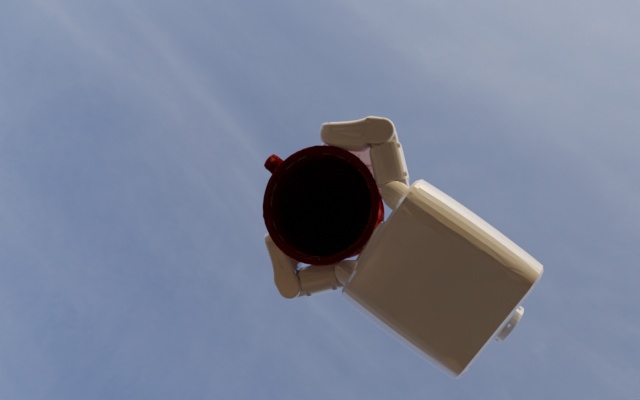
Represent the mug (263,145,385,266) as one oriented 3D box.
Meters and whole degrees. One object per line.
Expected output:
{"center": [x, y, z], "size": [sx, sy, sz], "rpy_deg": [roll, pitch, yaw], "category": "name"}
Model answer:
{"center": [-0.001, 0.001, 0.407], "size": [0.117, 0.093, 0.081], "rpy_deg": [37, 3, 17], "category": "mug"}
